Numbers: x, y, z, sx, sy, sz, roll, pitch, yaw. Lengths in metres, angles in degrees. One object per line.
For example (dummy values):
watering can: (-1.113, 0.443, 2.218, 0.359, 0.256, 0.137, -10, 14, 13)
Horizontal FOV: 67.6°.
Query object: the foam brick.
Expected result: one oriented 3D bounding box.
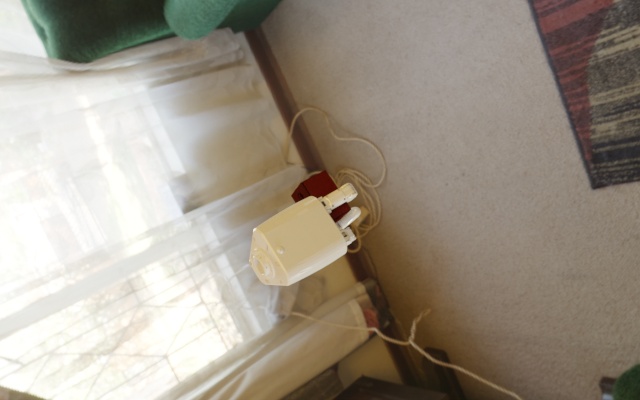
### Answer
foam brick: (0.000, 0.002, 0.751, 0.051, 0.078, 0.053, -28, -10, -30)
